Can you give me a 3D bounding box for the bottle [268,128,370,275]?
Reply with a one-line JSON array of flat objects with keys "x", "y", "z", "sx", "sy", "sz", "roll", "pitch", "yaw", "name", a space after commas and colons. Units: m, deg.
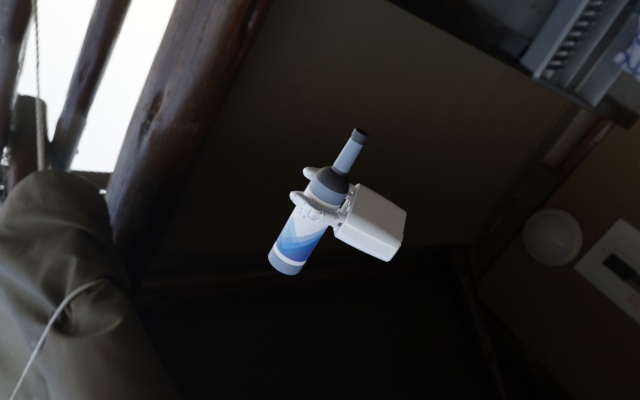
[{"x": 0.000, "y": 0.003, "z": 0.841, "sx": 0.069, "sy": 0.296, "sz": 0.069, "roll": 25, "pitch": 25, "yaw": -13, "name": "bottle"}]
